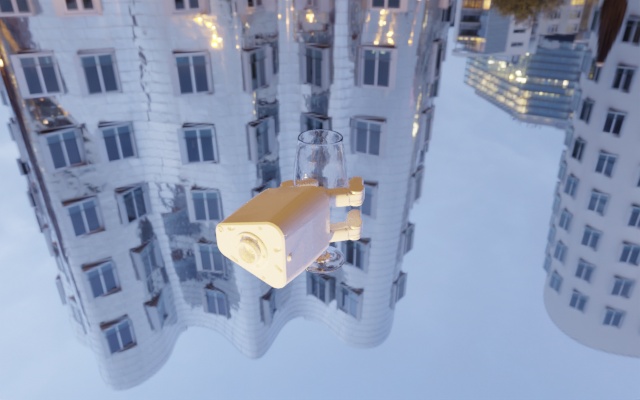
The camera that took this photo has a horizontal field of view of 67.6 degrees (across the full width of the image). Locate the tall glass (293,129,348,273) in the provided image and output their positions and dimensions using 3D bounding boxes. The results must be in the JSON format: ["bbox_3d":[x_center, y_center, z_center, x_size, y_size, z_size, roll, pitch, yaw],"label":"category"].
[{"bbox_3d":[0.000,0.003,0.689,0.079,0.201,0.079,0,27,0],"label":"tall glass"}]
